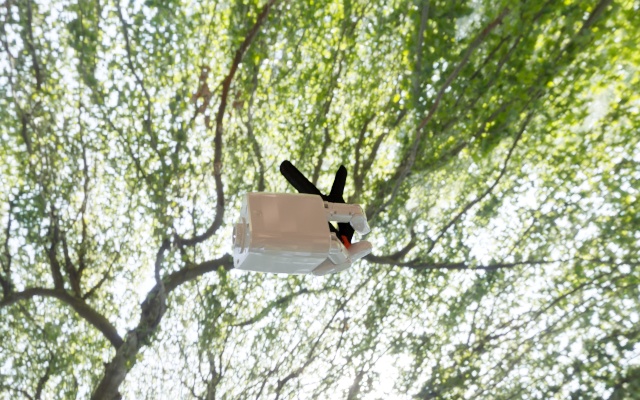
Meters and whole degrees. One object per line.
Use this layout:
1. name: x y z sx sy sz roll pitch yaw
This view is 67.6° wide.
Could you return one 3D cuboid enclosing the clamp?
1. clamp: 0.000 0.003 0.727 0.120 0.171 0.039 5 -43 -20
